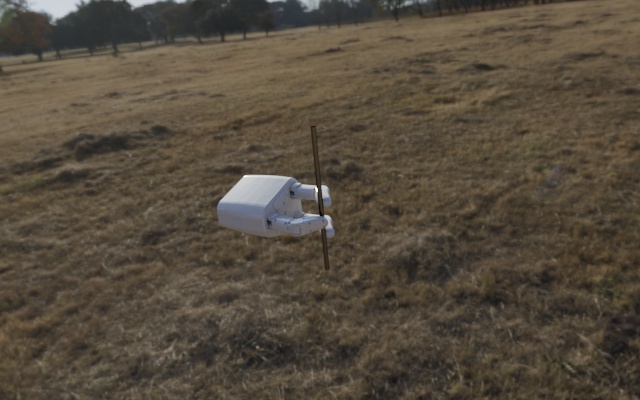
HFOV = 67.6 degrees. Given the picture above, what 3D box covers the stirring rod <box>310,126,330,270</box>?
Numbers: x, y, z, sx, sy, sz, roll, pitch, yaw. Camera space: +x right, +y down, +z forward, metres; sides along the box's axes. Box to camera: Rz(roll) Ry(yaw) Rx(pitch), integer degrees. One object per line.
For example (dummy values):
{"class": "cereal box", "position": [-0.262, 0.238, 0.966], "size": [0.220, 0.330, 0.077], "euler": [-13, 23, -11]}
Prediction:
{"class": "stirring rod", "position": [0.000, 0.003, 0.748], "size": [0.011, 0.240, 0.011], "euler": [-5, 21, 2]}
